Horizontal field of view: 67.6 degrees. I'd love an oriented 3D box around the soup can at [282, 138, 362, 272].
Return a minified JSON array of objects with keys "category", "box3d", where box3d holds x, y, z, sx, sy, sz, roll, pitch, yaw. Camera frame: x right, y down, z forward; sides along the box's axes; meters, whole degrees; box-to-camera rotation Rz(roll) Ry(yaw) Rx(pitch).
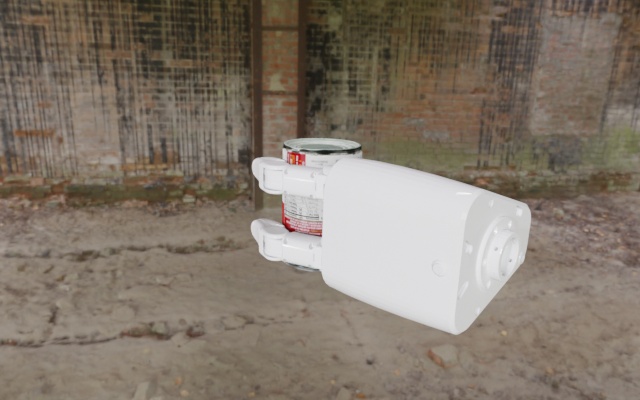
[{"category":"soup can","box3d":[0.000,0.001,0.412,0.068,0.102,0.068,2,15,0]}]
